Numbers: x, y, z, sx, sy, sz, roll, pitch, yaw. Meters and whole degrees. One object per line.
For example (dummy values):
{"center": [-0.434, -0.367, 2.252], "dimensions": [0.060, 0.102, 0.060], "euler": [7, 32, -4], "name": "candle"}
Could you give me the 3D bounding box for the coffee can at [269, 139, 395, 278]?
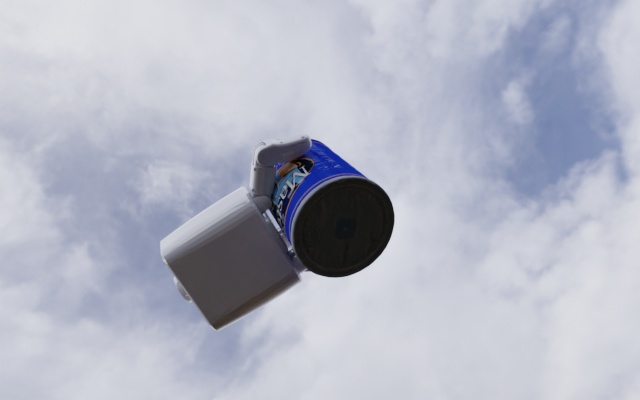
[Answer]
{"center": [0.000, 0.002, 0.501], "dimensions": [0.103, 0.103, 0.140], "euler": [0, 22, -21], "name": "coffee can"}
